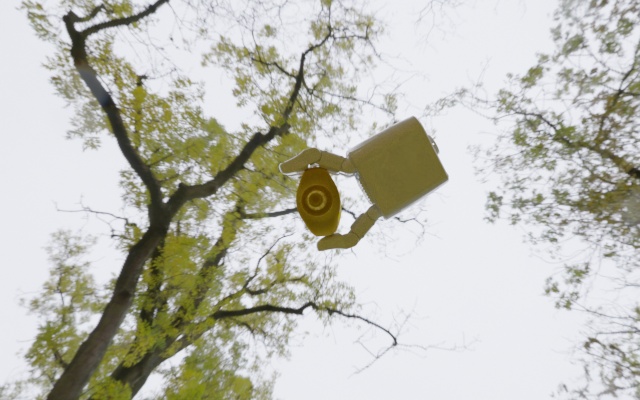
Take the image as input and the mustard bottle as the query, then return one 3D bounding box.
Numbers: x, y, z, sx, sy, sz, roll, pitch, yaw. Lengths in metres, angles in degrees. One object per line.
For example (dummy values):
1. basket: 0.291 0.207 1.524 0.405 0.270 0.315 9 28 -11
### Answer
1. mustard bottle: 0.000 0.002 0.673 0.058 0.096 0.191 -6 -2 2
